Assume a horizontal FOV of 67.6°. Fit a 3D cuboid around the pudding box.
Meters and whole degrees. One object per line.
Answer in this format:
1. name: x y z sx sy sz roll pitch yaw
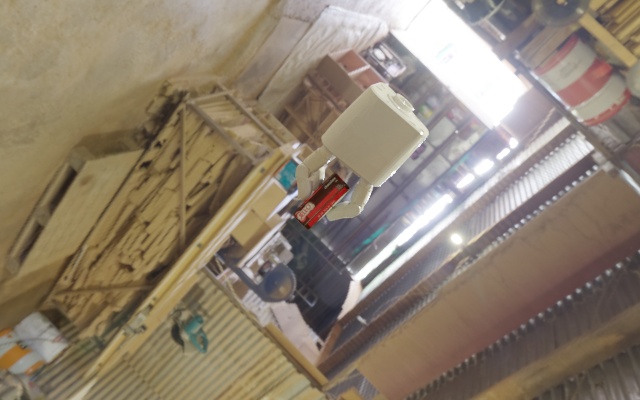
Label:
1. pudding box: 0.000 0.003 0.744 0.090 0.039 0.113 -44 -2 -2
